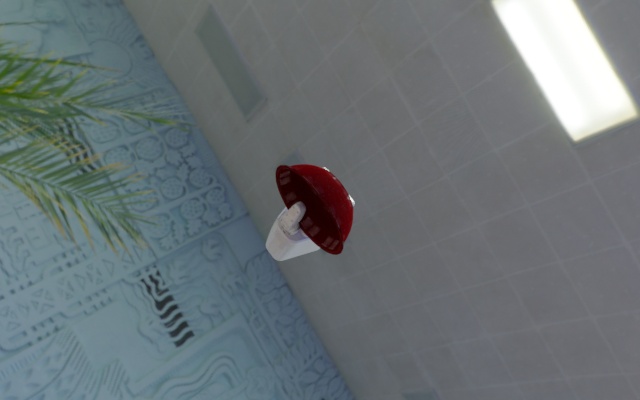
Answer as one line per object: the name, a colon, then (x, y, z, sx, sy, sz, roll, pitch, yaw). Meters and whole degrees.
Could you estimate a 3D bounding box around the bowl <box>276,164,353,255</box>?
bowl: (0.001, 0.002, 0.732, 0.055, 0.162, 0.162, -35, 14, -20)
